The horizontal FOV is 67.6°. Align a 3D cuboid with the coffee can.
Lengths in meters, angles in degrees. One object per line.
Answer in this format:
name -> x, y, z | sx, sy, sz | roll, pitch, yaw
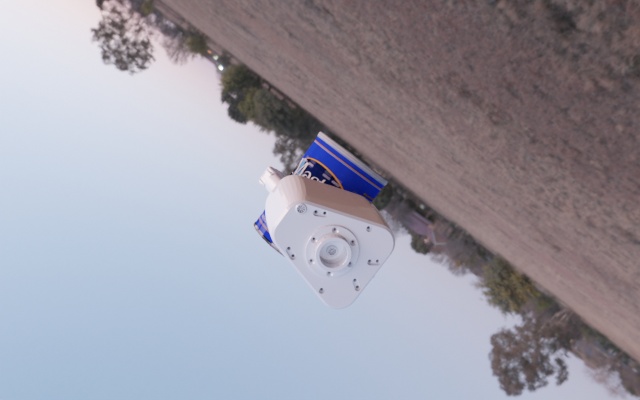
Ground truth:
coffee can -> 0.000, 0.002, 0.587 | 0.103, 0.140, 0.103 | 36, 7, -5
